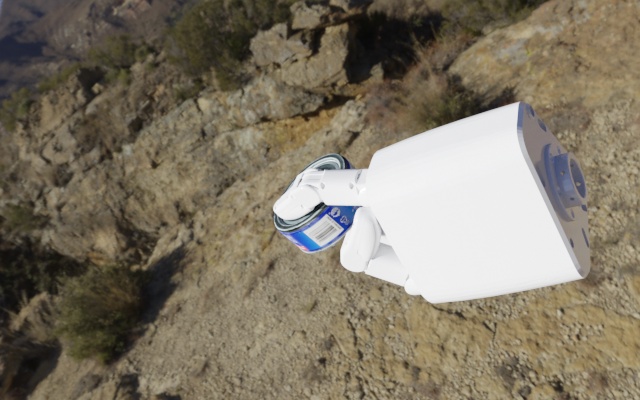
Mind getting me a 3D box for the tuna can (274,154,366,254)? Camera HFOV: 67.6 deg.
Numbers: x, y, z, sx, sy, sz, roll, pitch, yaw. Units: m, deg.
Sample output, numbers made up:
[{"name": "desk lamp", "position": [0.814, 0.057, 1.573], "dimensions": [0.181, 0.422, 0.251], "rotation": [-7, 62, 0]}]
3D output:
[{"name": "tuna can", "position": [0.000, 0.001, 0.413], "dimensions": [0.034, 0.086, 0.086], "rotation": [42, -22, -27]}]
